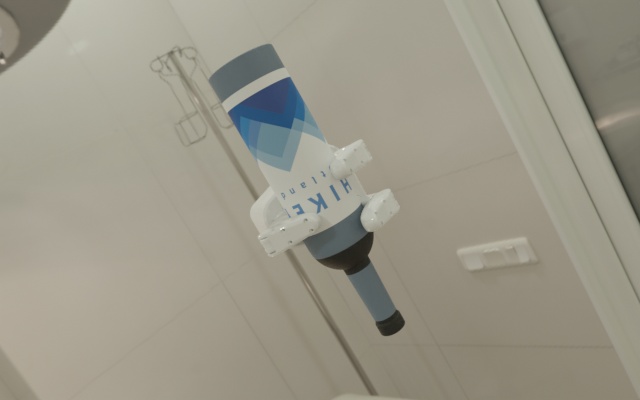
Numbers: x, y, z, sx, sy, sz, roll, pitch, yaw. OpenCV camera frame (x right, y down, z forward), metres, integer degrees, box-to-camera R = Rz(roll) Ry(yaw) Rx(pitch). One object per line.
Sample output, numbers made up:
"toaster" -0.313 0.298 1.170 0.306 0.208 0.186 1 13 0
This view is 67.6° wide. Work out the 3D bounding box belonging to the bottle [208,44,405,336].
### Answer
"bottle" 0.000 0.001 0.454 0.069 0.296 0.069 -29 9 5
